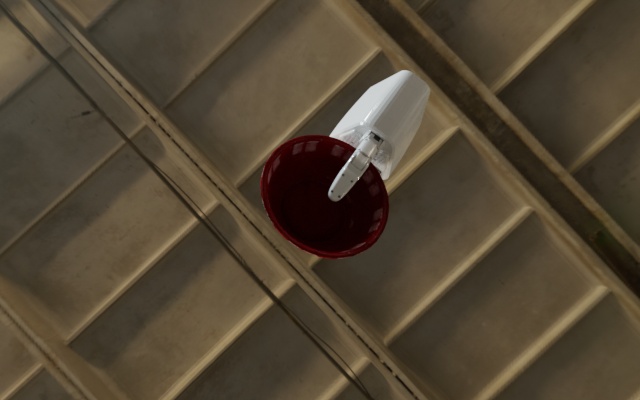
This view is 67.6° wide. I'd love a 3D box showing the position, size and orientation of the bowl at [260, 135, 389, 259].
[{"bbox_3d":[-0.001,0.003,0.585,0.162,0.162,0.055,0,-24,-22],"label":"bowl"}]
